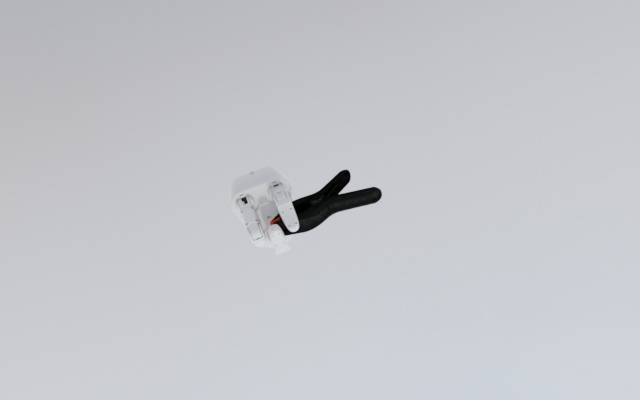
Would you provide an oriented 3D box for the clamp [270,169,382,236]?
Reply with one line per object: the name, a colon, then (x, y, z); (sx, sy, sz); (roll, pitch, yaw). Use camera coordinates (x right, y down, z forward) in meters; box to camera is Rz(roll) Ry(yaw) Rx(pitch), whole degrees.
clamp: (0.000, 0.003, 0.748); (0.171, 0.039, 0.120); (-21, 20, -6)
